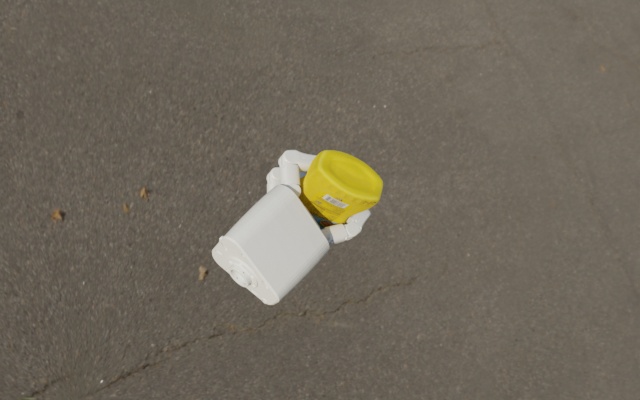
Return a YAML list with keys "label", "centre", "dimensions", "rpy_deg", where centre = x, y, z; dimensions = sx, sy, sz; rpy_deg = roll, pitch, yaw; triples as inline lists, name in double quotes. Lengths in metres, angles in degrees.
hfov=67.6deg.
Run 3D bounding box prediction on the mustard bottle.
- label: "mustard bottle"
  centre: [0.000, 0.002, 0.673]
  dimensions: [0.096, 0.058, 0.192]
  rpy_deg: [25, -30, -16]
